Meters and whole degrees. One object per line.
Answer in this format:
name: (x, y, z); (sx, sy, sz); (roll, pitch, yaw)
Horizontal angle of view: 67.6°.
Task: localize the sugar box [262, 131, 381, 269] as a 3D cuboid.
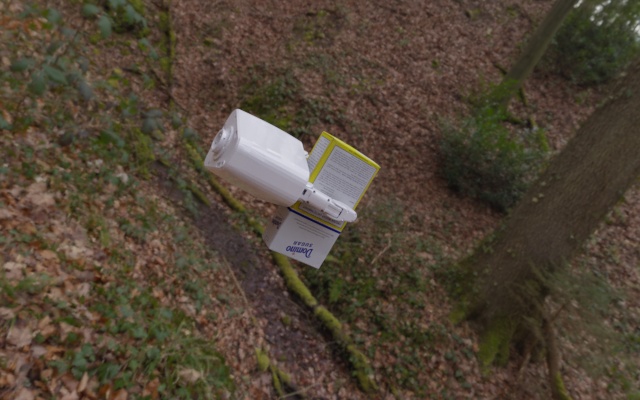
sugar box: (0.000, 0.002, 0.677); (0.093, 0.176, 0.048); (27, 11, -31)
